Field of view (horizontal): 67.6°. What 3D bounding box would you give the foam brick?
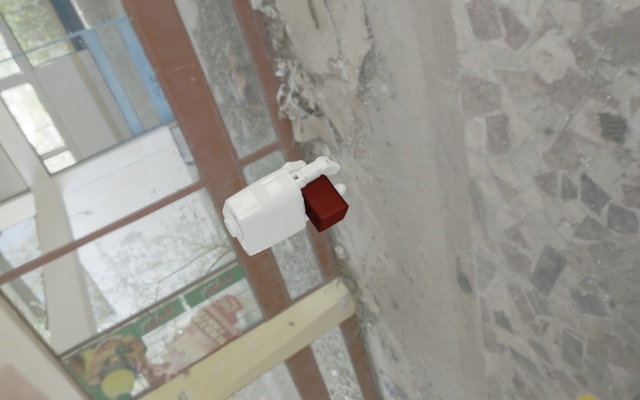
[{"bbox_3d":[0.000,0.003,0.769,0.051,0.078,0.053,-29,-20,-20],"label":"foam brick"}]
